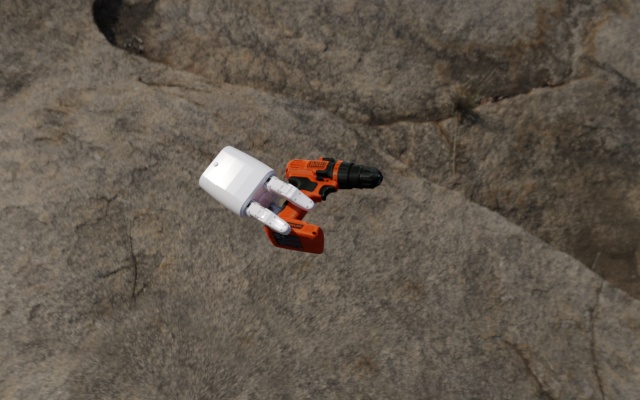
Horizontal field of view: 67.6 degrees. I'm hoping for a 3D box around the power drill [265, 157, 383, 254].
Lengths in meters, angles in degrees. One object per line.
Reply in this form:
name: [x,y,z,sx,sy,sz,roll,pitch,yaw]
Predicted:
power drill: [0.000,0.003,0.827,0.184,0.187,0.057,5,-42,25]
